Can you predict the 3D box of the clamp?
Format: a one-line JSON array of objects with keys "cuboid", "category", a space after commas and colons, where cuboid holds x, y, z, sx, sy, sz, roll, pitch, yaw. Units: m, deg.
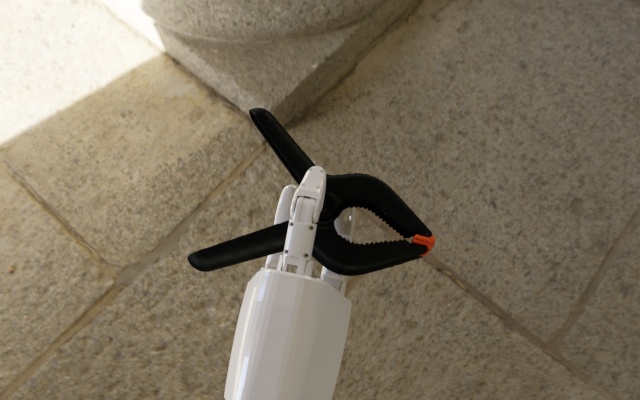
[{"cuboid": [0.001, 0.001, 0.435, 0.210, 0.164, 0.036, 10, -16, 6], "category": "clamp"}]
